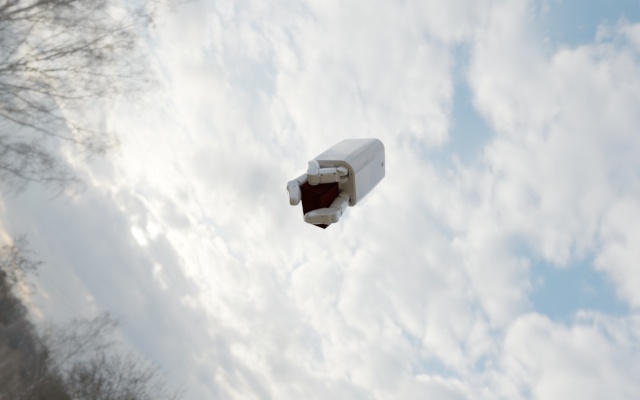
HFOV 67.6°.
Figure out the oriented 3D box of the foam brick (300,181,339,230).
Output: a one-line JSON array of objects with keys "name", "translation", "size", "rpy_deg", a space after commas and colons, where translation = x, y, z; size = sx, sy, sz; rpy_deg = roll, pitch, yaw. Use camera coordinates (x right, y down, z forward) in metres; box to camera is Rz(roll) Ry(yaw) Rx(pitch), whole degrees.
[{"name": "foam brick", "translation": [0.000, 0.003, 0.866], "size": [0.053, 0.078, 0.051], "rpy_deg": [22, 44, 33]}]
